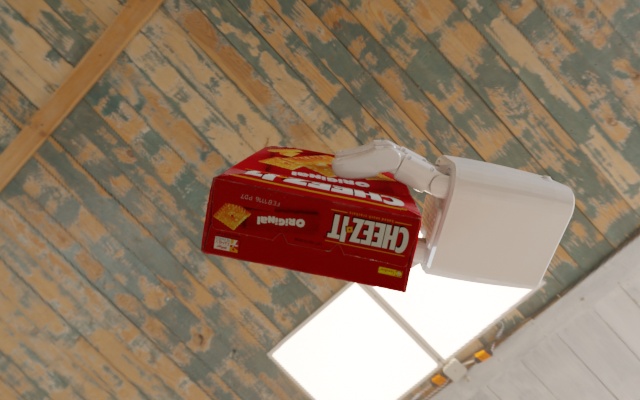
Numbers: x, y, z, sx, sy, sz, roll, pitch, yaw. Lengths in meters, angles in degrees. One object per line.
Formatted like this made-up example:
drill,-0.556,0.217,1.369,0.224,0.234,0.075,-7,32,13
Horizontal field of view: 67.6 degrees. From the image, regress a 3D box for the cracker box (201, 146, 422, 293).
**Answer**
cracker box,0.000,0.002,0.462,0.164,0.072,0.213,10,13,2
